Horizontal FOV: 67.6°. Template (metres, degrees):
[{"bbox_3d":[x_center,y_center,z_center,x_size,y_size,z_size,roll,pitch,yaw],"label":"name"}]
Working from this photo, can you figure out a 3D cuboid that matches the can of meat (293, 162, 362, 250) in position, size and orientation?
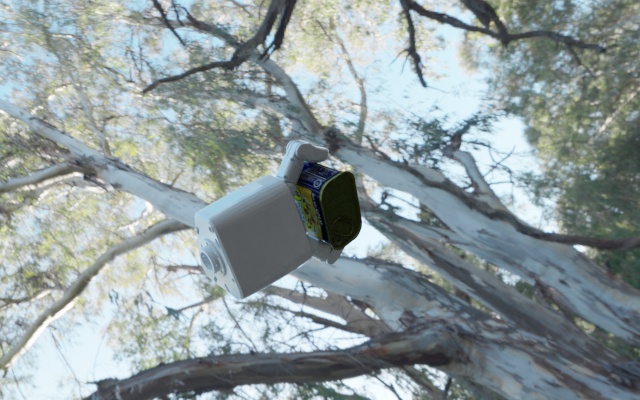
[{"bbox_3d":[0.000,0.002,0.614,0.057,0.102,0.084,-35,38,-30],"label":"can of meat"}]
